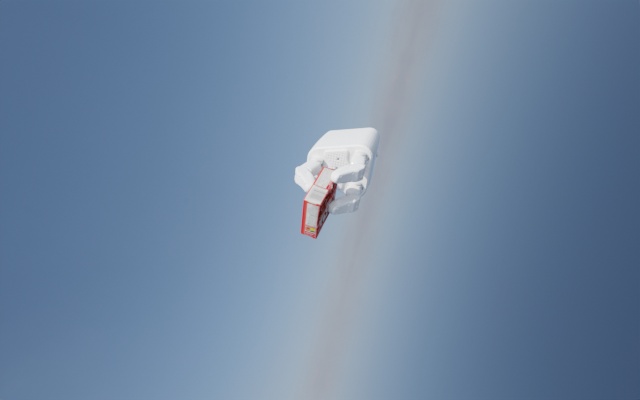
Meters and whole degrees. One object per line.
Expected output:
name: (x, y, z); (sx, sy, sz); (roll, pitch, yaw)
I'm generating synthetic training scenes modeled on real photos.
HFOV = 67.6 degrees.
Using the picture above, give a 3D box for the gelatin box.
gelatin box: (0.000, 0.002, 0.738); (0.030, 0.073, 0.089); (18, 44, 11)
